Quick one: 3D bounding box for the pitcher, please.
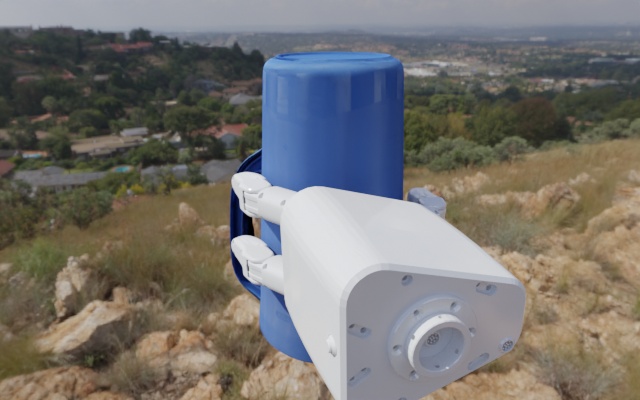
[{"bbox_3d":[0.000,0.001,0.410,0.149,0.243,0.145,-6,21,-15],"label":"pitcher"}]
